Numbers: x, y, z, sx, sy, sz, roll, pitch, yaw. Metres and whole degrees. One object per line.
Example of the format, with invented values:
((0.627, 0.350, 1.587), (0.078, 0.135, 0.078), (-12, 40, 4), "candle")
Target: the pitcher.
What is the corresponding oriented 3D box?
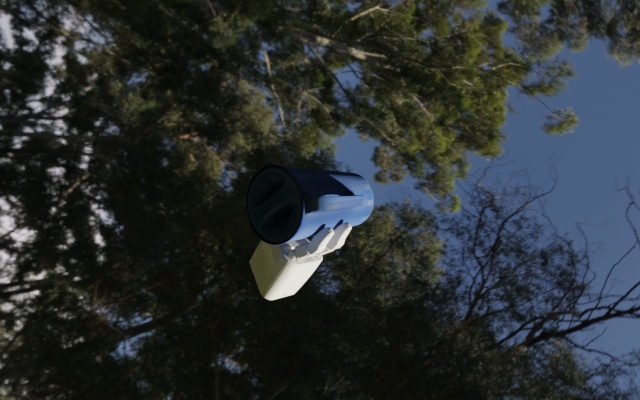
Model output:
((0.000, 0.003, 0.868), (0.243, 0.145, 0.149), (-4, 46, -51), "pitcher")
